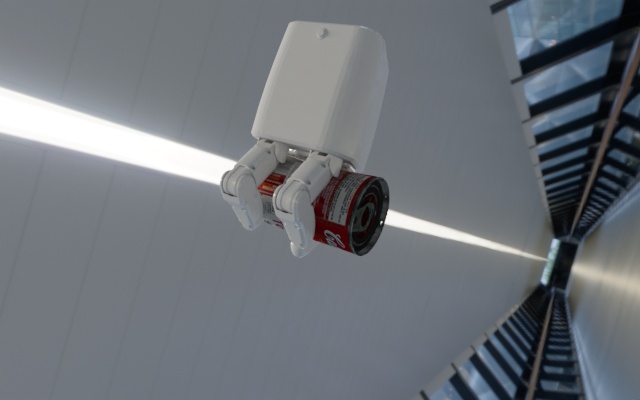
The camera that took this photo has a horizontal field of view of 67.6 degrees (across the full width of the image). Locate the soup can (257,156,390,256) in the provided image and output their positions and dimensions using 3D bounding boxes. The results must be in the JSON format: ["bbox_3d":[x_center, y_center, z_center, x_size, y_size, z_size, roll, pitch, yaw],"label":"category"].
[{"bbox_3d":[0.000,0.002,0.421,0.102,0.068,0.068,16,8,29],"label":"soup can"}]
